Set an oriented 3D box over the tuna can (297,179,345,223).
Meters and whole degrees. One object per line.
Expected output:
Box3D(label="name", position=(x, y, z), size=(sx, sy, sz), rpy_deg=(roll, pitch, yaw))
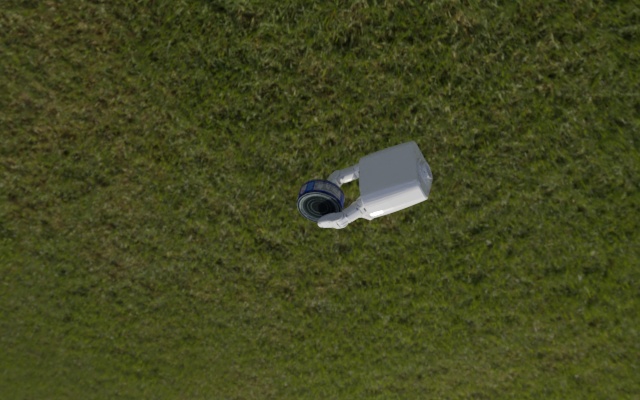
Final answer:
Box3D(label="tuna can", position=(0.000, 0.003, 0.879), size=(0.086, 0.033, 0.086), rpy_deg=(7, -43, 7))
